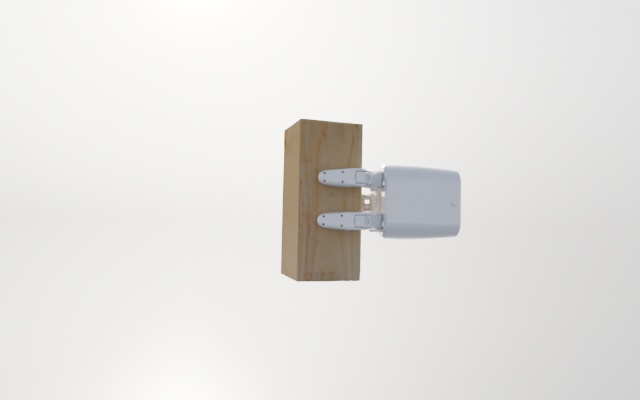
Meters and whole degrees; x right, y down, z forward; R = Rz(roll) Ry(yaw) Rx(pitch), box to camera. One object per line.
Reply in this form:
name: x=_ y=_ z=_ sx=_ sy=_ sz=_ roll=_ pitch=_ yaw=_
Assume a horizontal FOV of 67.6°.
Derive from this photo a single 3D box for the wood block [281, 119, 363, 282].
wood block: x=0.000 y=0.002 z=0.654 sx=0.090 sy=0.206 sz=0.091 roll=2 pitch=-3 yaw=-17
